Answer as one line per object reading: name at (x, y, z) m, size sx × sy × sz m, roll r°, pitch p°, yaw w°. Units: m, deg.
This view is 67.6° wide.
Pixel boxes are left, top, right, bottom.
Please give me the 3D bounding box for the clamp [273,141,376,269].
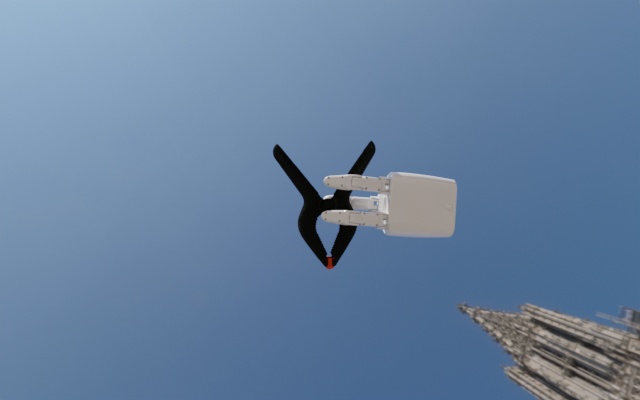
clamp at (0.000, 0.003, 0.765) m, size 0.164 × 0.210 × 0.036 m, roll 4°, pitch -2°, yaw -2°
